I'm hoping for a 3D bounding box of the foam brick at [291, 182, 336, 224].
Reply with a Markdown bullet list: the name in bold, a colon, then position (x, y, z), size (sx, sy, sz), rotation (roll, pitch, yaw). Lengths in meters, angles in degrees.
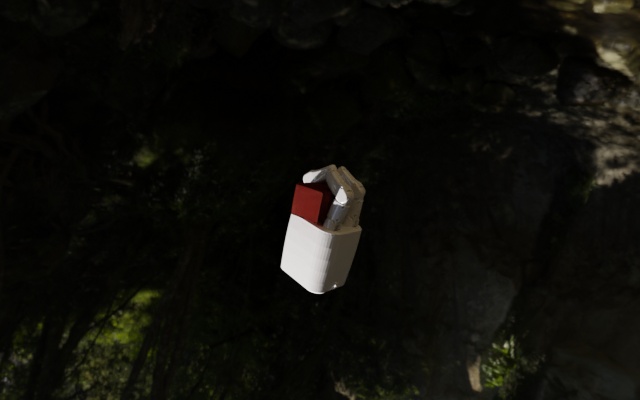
- **foam brick**: position (0.000, 0.002, 0.751), size (0.053, 0.051, 0.078), rotation (21, 14, 32)
